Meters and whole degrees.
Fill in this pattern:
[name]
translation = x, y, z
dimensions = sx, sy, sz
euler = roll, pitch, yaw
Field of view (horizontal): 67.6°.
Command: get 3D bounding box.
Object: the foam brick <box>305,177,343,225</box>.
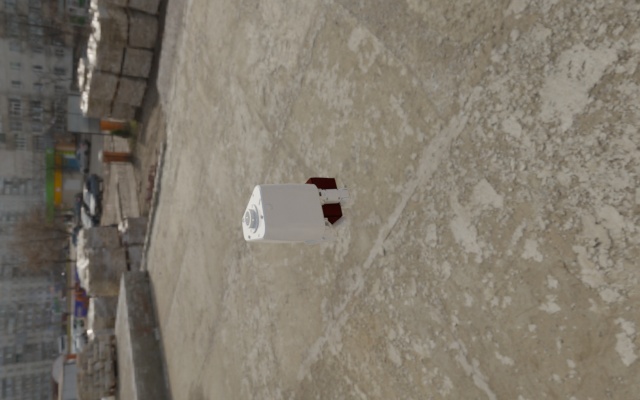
[foam brick]
translation = 0.000, 0.003, 0.862
dimensions = 0.051, 0.078, 0.053
euler = 0, -24, -27
